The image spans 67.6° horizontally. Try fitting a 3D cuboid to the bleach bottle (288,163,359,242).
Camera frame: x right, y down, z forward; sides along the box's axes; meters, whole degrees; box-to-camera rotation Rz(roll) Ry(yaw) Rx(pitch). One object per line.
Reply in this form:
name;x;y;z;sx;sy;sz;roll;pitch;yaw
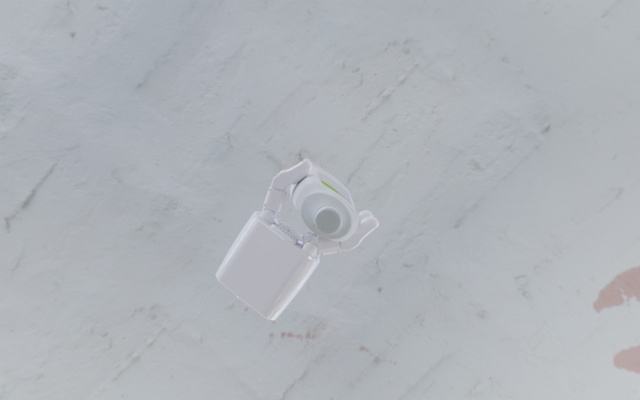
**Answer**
bleach bottle;0.000;0.002;0.654;0.102;0.068;0.251;34;6;-5
